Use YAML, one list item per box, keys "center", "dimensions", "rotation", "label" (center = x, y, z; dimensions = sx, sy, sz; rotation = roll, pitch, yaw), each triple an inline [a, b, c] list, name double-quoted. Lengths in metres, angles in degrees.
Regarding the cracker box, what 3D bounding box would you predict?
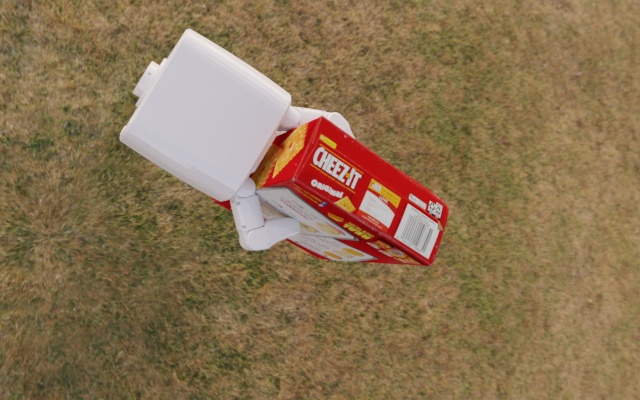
- center: [0.000, 0.002, 0.503]
  dimensions: [0.164, 0.072, 0.214]
  rotation: [31, -18, -24]
  label: "cracker box"
